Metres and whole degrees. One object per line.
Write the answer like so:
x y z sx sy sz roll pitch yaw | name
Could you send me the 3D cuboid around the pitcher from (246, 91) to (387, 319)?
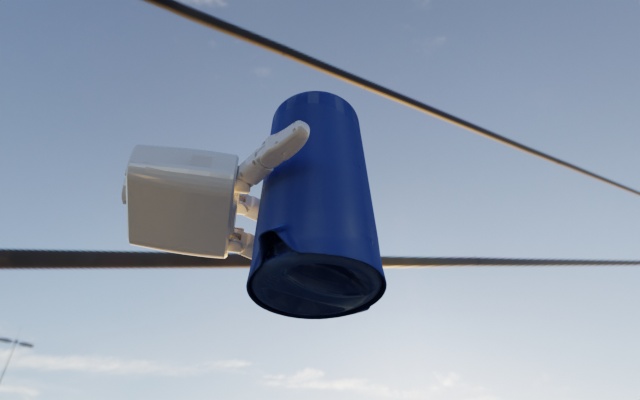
0.000 0.002 0.530 0.145 0.242 0.149 8 -39 -10 | pitcher
